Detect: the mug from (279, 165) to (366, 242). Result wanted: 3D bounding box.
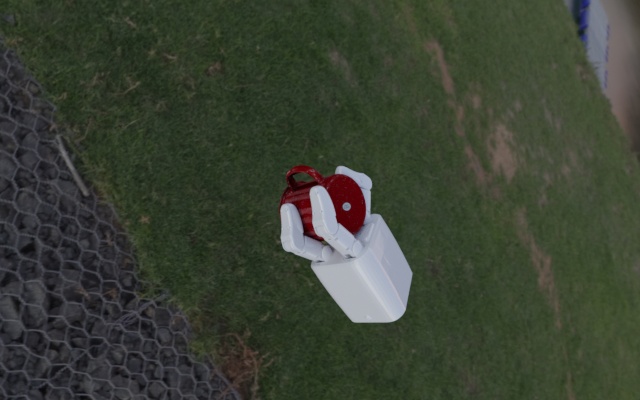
[{"bbox_3d":[0.000,0.001,0.630,0.081,0.117,0.093,-14,26,44],"label":"mug"}]
